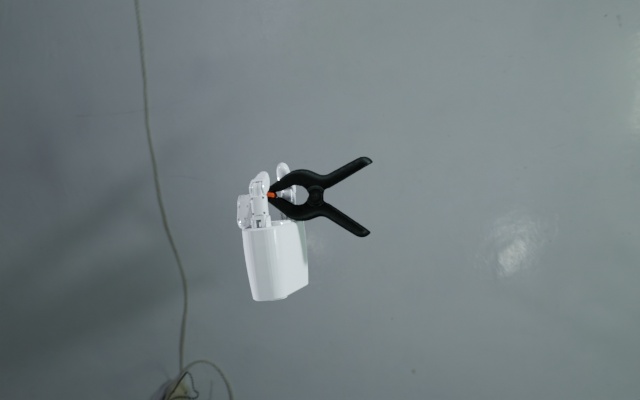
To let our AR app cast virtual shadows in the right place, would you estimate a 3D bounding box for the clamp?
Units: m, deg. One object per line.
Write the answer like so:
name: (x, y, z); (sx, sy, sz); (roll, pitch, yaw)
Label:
clamp: (0.000, 0.002, 0.725); (0.171, 0.120, 0.039); (-7, -5, 9)
